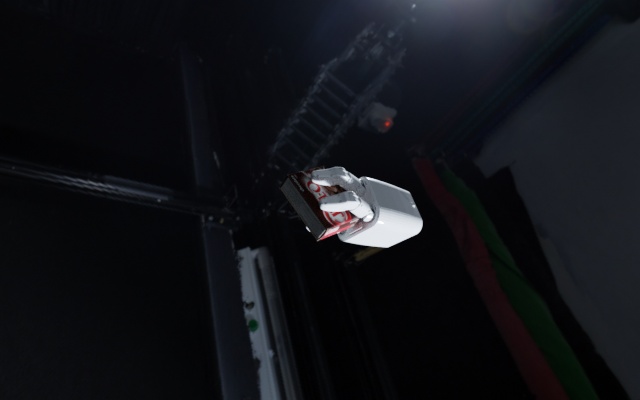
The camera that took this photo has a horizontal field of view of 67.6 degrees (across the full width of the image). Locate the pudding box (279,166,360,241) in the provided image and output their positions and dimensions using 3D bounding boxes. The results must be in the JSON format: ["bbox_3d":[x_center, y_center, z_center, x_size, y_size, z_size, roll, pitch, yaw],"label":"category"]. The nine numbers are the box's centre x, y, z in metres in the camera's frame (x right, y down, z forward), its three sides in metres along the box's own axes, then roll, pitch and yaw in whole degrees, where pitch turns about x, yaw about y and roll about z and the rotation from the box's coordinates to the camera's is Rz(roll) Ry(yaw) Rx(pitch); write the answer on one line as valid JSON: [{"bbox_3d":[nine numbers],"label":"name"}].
[{"bbox_3d":[0.000,0.003,0.769,0.090,0.113,0.039,-18,-27,-48],"label":"pudding box"}]
